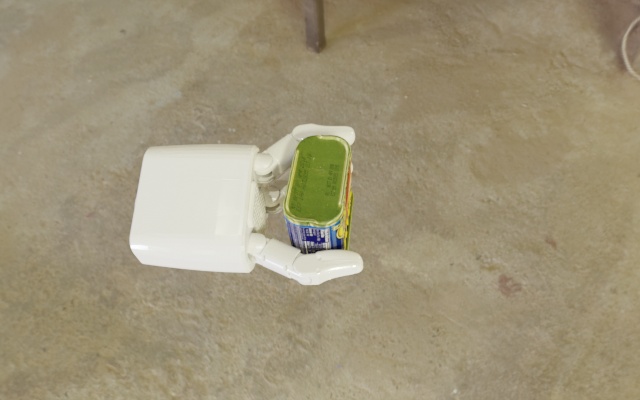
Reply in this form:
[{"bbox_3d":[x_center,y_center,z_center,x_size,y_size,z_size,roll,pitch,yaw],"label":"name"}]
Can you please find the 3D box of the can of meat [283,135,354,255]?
[{"bbox_3d":[0.000,0.001,0.446,0.057,0.102,0.084,4,-33,7],"label":"can of meat"}]
